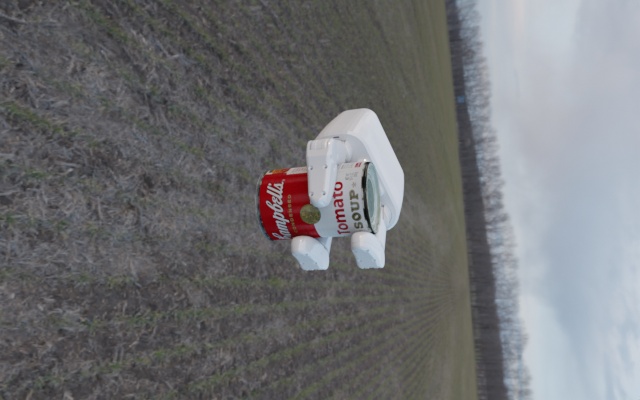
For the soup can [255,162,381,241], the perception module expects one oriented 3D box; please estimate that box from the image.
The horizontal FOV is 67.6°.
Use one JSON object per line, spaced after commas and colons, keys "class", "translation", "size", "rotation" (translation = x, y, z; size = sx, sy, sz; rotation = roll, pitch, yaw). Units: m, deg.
{"class": "soup can", "translation": [0.000, 0.002, 0.442], "size": [0.102, 0.068, 0.068], "rotation": [-4, -1, 17]}
